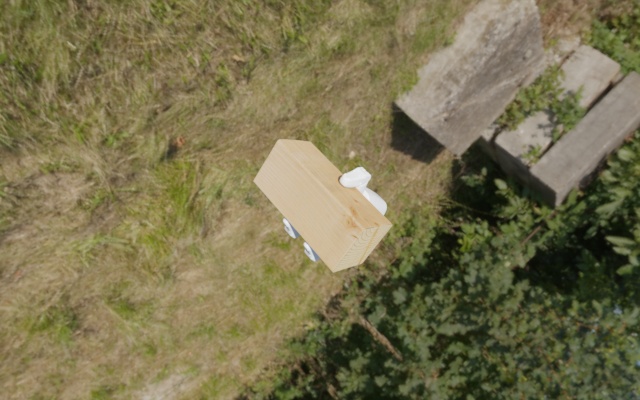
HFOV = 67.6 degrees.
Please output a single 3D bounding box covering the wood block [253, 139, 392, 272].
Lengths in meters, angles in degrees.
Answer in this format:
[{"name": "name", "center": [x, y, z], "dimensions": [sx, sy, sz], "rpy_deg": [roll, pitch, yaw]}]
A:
[{"name": "wood block", "center": [0.001, 0.002, 0.758], "dimensions": [0.206, 0.091, 0.090], "rpy_deg": [47, 27, 24]}]
